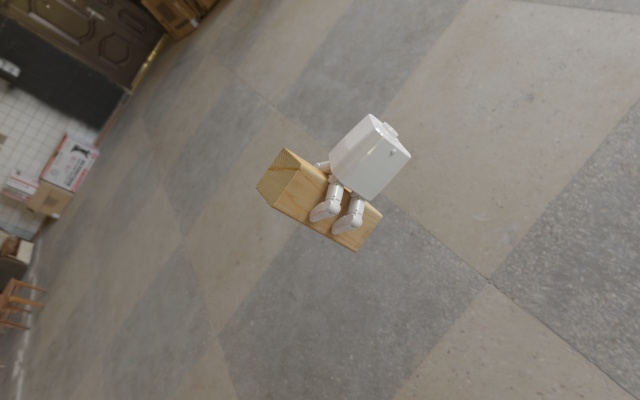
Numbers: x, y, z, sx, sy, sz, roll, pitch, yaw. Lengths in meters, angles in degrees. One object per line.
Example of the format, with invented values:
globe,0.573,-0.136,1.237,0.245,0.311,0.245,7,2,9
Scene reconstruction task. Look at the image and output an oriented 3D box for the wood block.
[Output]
wood block,0.000,0.002,0.862,0.206,0.090,0.090,31,8,-34
